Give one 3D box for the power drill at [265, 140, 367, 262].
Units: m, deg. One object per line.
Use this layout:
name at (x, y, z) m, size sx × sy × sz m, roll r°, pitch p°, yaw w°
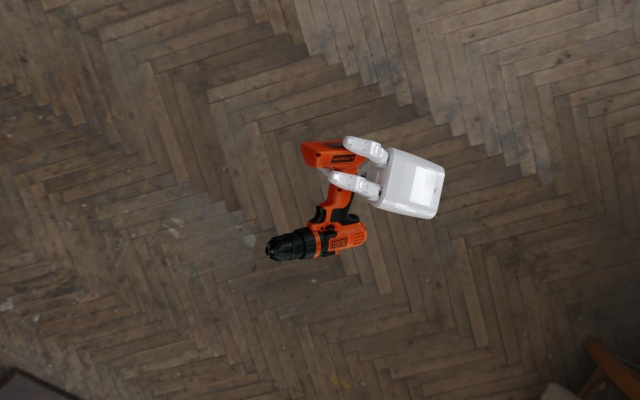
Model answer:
power drill at (0.000, 0.002, 0.755) m, size 0.184 × 0.188 × 0.057 m, roll -10°, pitch 27°, yaw -34°
